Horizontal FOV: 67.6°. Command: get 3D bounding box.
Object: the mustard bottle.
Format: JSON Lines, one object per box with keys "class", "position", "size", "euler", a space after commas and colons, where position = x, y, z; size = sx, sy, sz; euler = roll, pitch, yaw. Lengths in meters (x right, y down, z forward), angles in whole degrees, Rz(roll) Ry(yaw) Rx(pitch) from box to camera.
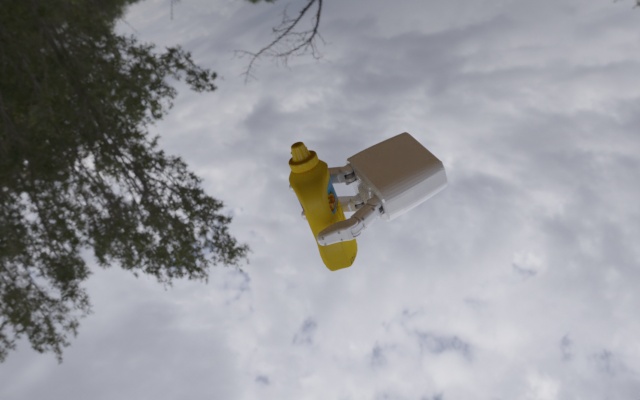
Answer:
{"class": "mustard bottle", "position": [0.000, 0.003, 0.684], "size": [0.058, 0.192, 0.096], "euler": [-16, 30, 10]}
